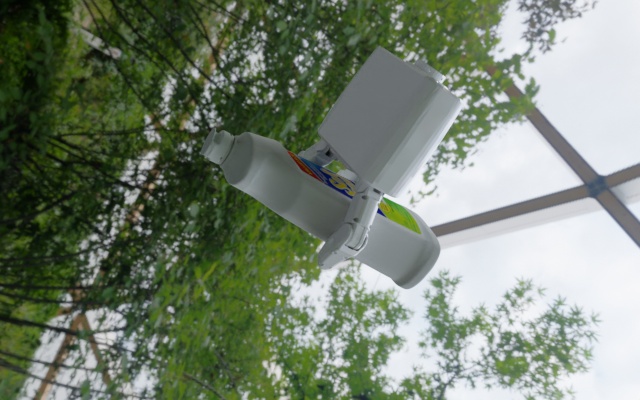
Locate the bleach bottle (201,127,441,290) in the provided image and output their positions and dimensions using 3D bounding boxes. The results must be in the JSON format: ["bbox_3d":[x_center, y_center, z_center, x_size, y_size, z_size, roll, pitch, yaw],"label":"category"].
[{"bbox_3d":[0.000,0.002,0.482,0.251,0.068,0.102,27,19,-24],"label":"bleach bottle"}]
